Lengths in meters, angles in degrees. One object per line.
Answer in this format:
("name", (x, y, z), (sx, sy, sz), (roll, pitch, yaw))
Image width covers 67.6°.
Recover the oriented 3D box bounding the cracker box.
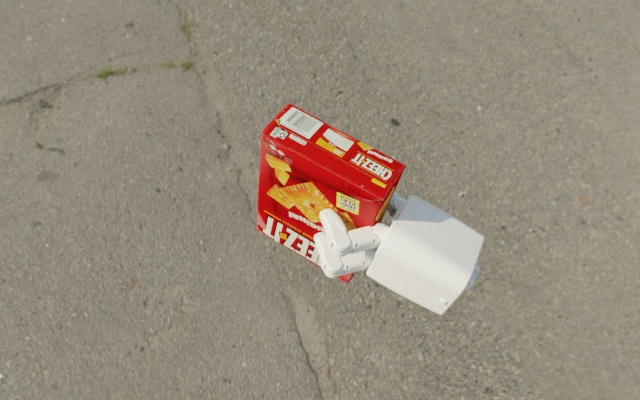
("cracker box", (0.000, 0.002, 0.626), (0.164, 0.072, 0.214), (30, -35, 12))
